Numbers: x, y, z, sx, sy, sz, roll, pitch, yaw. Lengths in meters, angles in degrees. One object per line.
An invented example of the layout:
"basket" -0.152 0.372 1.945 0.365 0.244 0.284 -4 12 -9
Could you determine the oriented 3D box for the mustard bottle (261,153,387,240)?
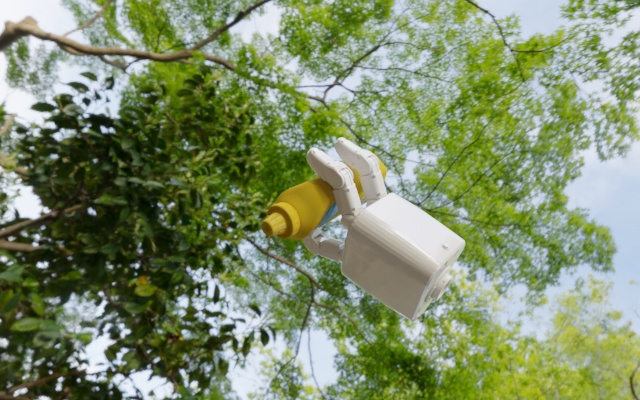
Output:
"mustard bottle" 0.000 0.002 0.589 0.191 0.058 0.096 -28 -12 -47
